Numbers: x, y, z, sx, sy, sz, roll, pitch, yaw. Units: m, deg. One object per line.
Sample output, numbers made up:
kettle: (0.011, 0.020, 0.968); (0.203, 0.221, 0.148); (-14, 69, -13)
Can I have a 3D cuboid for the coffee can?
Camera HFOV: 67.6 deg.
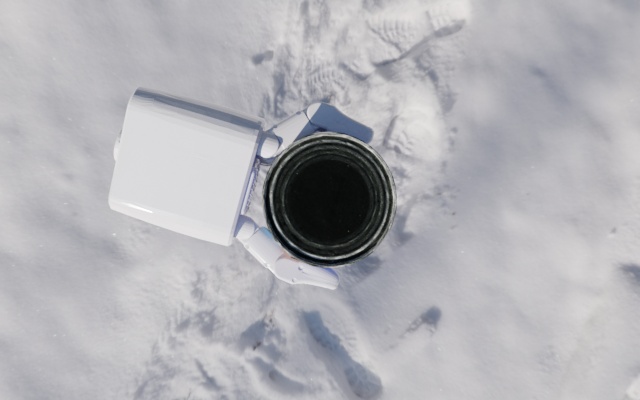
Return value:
coffee can: (0.000, 0.002, 0.425); (0.103, 0.103, 0.140); (0, -2, -6)
